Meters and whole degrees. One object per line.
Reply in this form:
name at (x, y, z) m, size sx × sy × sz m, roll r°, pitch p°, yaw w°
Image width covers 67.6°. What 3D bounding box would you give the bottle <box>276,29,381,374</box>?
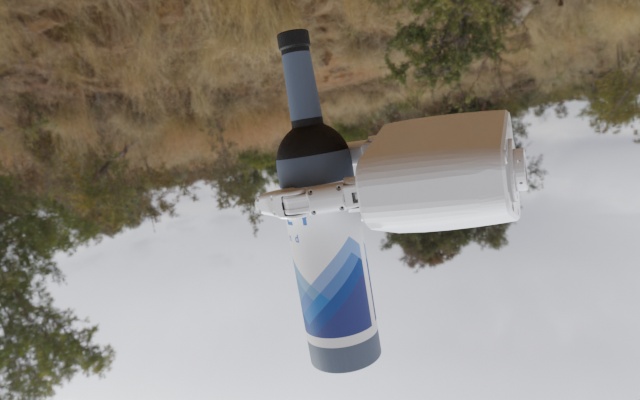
bottle at (0.000, 0.002, 0.426) m, size 0.069 × 0.296 × 0.069 m, roll -9°, pitch 8°, yaw 1°
